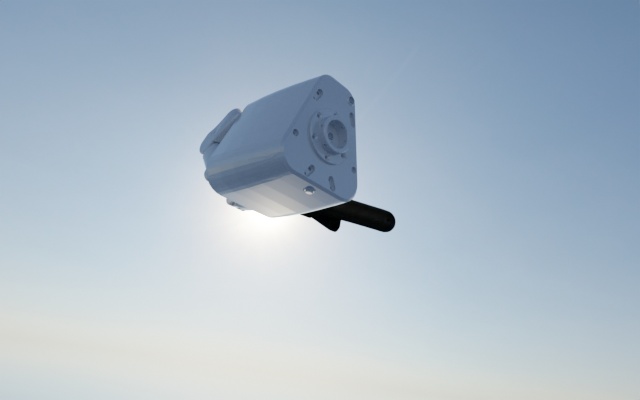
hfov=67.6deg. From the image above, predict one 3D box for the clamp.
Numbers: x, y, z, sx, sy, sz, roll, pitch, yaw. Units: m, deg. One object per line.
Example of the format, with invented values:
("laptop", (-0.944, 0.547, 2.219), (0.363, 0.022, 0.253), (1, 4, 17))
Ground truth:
("clamp", (0.000, 0.001, 0.542), (0.171, 0.039, 0.120), (25, -22, -39))
